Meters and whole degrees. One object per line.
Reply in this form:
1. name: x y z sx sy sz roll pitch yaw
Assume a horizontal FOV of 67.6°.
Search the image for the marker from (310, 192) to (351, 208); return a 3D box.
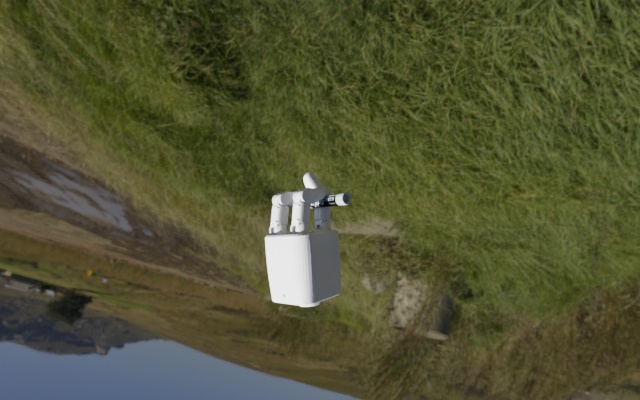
1. marker: 0.000 0.002 0.762 0.020 0.020 0.121 0 -5 -41
